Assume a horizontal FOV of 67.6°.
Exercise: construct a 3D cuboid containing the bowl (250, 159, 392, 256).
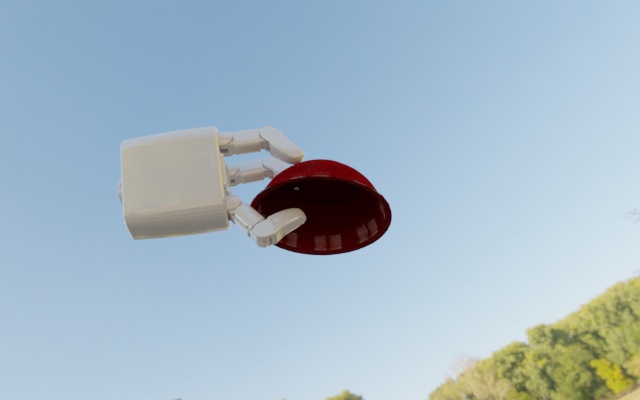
[{"bbox_3d":[0.001,0.002,0.552,0.162,0.055,0.162,1,-35,1],"label":"bowl"}]
